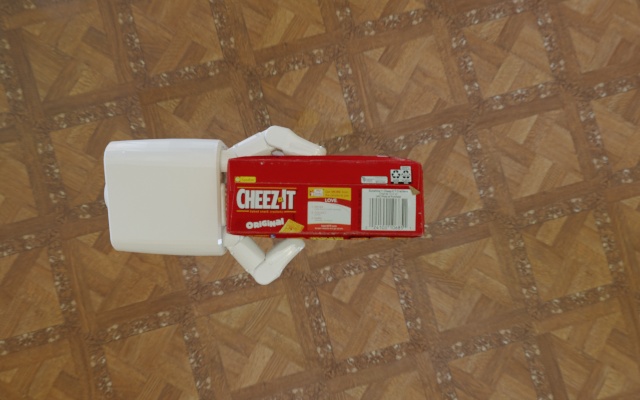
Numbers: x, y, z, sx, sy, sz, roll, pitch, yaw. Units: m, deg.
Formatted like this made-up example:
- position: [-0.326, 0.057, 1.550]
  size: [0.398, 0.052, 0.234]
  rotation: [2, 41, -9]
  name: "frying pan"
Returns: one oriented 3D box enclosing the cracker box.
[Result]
- position: [0.000, 0.002, 0.492]
  size: [0.164, 0.072, 0.214]
  rotation: [0, -3, -2]
  name: "cracker box"
